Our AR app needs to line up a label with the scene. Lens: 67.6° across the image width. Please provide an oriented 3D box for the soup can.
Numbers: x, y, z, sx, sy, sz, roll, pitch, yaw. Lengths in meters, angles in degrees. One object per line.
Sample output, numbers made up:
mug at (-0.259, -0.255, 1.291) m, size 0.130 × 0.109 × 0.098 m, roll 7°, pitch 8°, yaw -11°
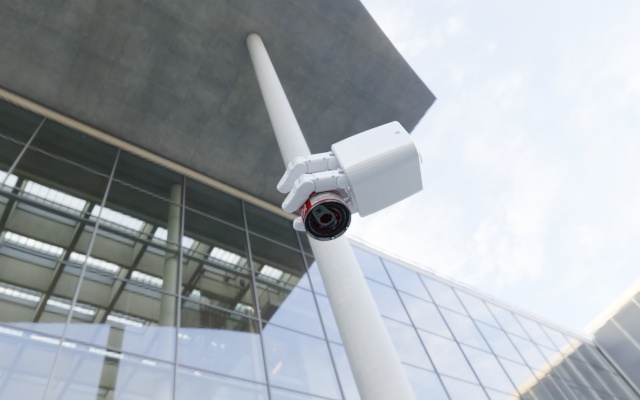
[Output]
soup can at (0.000, 0.002, 0.700) m, size 0.068 × 0.068 × 0.102 m, roll 0°, pitch 32°, yaw -14°
